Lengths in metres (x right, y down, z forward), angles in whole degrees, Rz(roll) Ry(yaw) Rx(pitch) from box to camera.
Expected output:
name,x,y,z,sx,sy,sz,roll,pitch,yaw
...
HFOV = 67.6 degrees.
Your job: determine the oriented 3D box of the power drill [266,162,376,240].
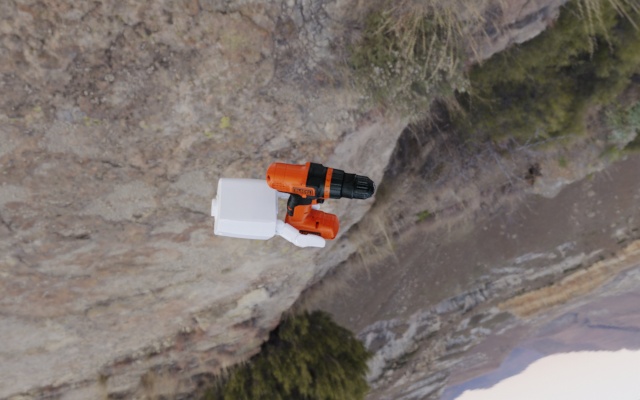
name,x,y,z,sx,sy,sz,roll,pitch,yaw
power drill,0.000,0.003,0.862,0.184,0.057,0.188,10,-32,5
